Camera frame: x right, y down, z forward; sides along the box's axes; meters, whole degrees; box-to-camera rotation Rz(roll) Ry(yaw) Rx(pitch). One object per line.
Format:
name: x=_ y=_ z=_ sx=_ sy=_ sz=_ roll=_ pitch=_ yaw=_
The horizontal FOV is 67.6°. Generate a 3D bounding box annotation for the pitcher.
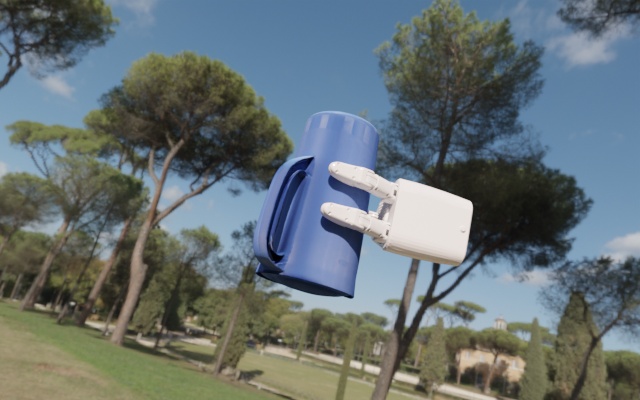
pitcher: x=0.000 y=0.002 z=0.648 sx=0.145 sy=0.242 sz=0.149 roll=15 pitch=-16 yaw=-4
